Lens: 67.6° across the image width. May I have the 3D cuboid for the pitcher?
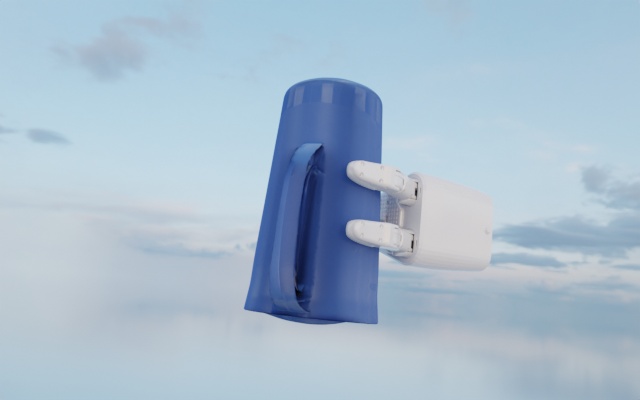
[{"bbox_3d":[0.000,0.002,0.486,0.145,0.242,0.149,12,-13,-28],"label":"pitcher"}]
